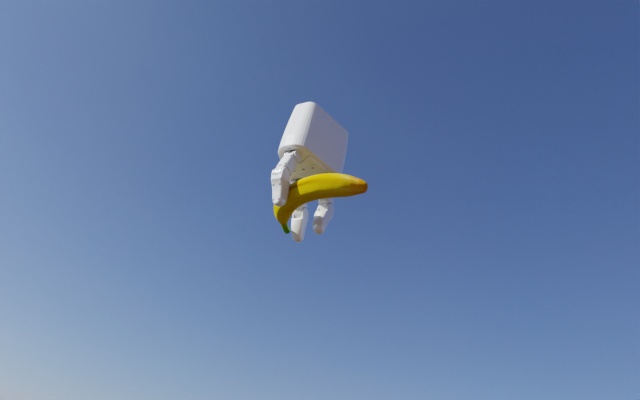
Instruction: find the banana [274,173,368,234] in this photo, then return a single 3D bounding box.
[{"bbox_3d":[-0.016,-0.006,0.739,0.070,0.037,0.198,35,-41,-26],"label":"banana"}]
